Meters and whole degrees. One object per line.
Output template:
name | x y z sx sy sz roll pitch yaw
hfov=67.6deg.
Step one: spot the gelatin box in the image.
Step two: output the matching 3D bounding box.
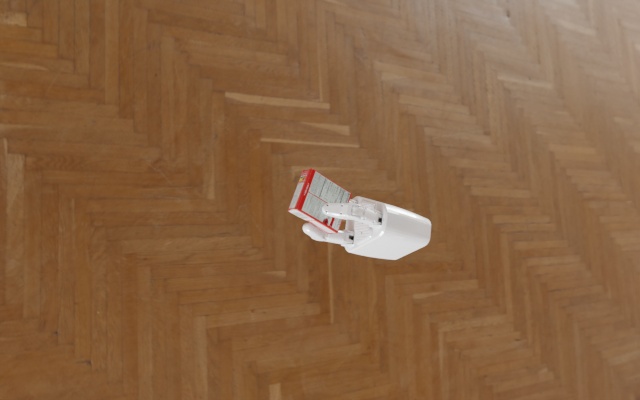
gelatin box | 0.000 0.002 0.756 0.089 0.073 0.030 31 -22 -30
